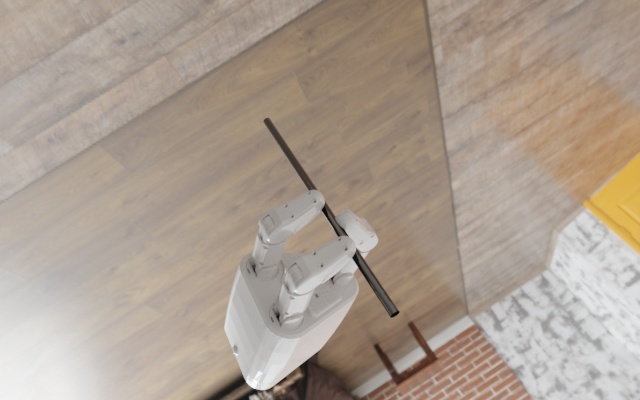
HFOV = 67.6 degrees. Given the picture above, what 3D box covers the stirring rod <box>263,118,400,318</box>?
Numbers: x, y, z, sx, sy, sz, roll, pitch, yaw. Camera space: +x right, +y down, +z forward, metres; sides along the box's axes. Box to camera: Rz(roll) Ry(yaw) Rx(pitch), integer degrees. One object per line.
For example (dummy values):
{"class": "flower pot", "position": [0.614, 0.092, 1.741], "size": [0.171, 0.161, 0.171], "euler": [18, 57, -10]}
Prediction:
{"class": "stirring rod", "position": [0.000, 0.001, 0.419], "size": [0.011, 0.011, 0.239], "euler": [0, 43, -39]}
